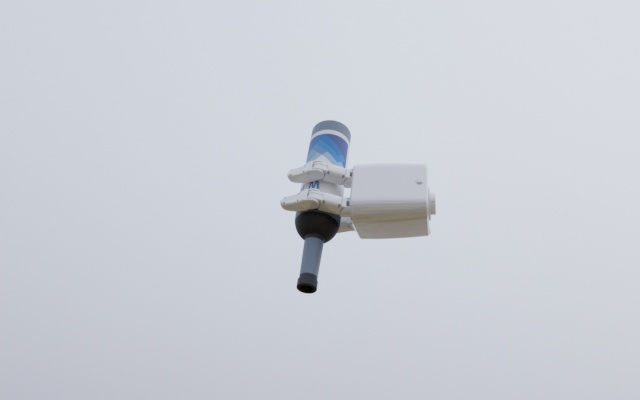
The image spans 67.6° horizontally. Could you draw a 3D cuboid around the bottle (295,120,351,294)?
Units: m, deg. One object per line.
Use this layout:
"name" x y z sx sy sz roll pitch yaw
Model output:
"bottle" 0.000 0.002 0.717 0.069 0.295 0.069 6 -38 5
